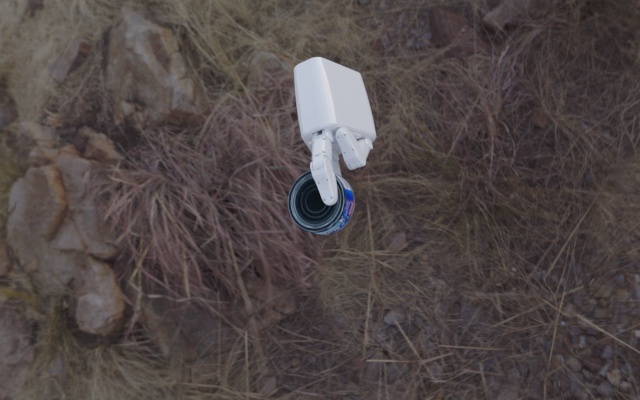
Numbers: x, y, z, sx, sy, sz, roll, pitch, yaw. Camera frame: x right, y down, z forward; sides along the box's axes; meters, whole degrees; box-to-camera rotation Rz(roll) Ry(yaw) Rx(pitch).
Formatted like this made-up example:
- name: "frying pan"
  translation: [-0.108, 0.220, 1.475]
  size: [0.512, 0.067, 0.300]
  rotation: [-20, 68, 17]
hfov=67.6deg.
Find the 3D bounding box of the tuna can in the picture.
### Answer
- name: "tuna can"
  translation: [0.000, 0.002, 0.636]
  size: [0.086, 0.086, 0.034]
  rotation: [0, -7, 25]
